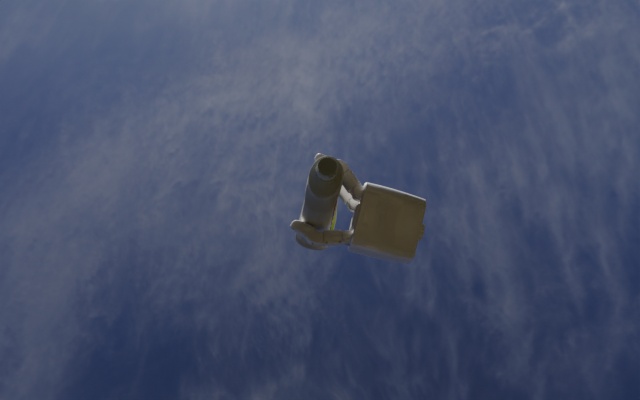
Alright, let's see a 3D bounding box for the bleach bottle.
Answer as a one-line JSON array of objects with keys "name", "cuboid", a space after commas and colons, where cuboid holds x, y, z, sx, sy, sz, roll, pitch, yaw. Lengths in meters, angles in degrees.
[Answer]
[{"name": "bleach bottle", "cuboid": [0.000, 0.003, 0.793, 0.068, 0.102, 0.251, 15, -20, 2]}]
